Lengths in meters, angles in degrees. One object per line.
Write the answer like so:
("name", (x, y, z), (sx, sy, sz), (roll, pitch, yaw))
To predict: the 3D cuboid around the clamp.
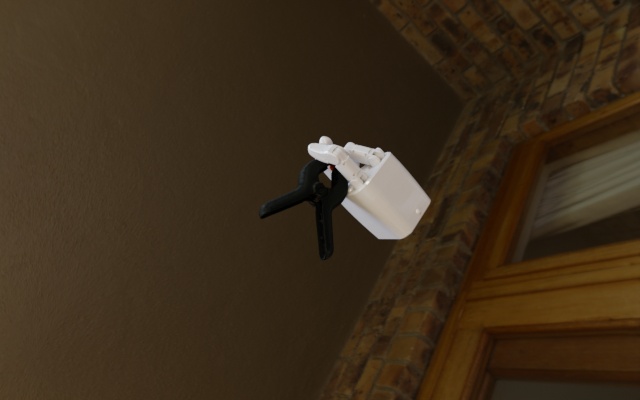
("clamp", (0.000, 0.002, 0.707), (0.171, 0.120, 0.039), (-51, 12, -32))
